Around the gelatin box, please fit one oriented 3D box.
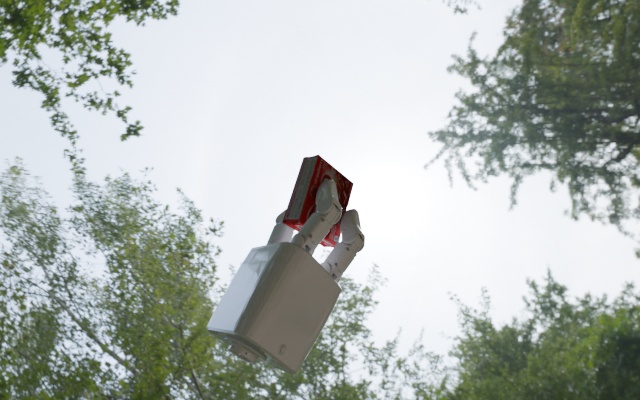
[{"bbox_3d":[0.000,0.002,0.570,0.030,0.089,0.073,-4,-28,42],"label":"gelatin box"}]
